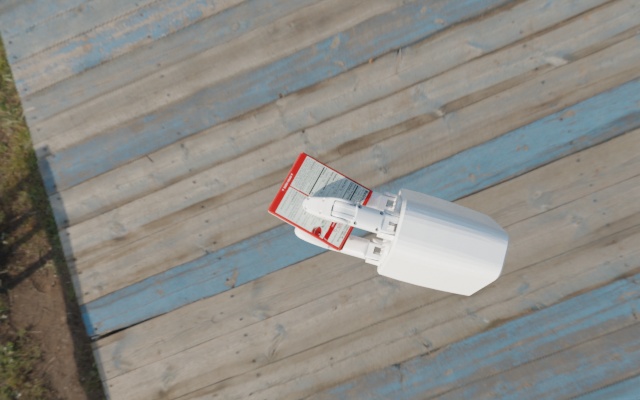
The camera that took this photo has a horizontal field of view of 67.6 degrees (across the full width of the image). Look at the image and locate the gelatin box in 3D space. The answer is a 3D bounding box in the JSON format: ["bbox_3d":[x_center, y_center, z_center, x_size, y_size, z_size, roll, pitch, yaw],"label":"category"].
[{"bbox_3d":[0.000,0.001,0.510,0.089,0.073,0.030,29,-4,1],"label":"gelatin box"}]
